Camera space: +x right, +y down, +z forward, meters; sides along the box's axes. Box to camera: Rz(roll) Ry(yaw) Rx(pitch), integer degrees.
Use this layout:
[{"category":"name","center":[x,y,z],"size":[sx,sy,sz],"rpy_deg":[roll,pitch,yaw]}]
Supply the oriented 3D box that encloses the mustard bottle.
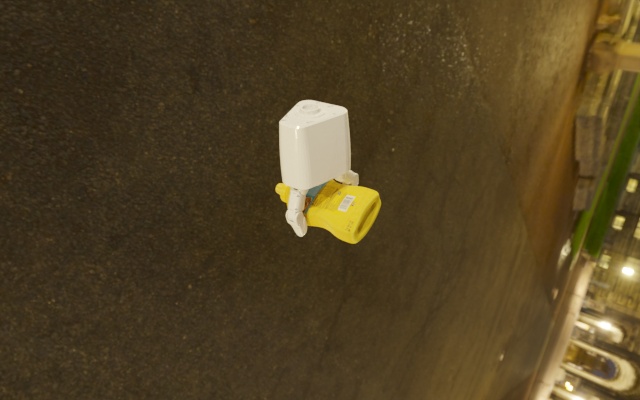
[{"category":"mustard bottle","center":[0.000,0.003,0.824],"size":[0.191,0.096,0.058],"rpy_deg":[19,-28,31]}]
